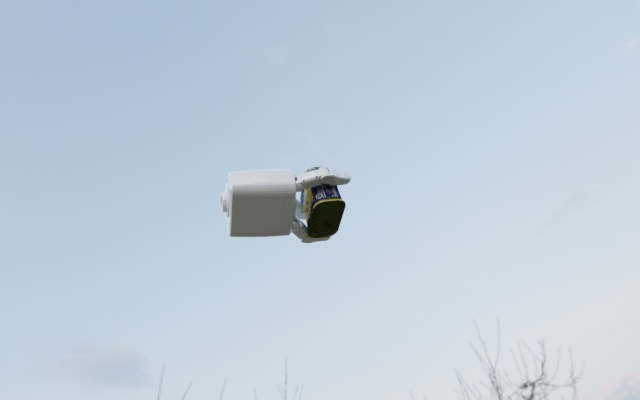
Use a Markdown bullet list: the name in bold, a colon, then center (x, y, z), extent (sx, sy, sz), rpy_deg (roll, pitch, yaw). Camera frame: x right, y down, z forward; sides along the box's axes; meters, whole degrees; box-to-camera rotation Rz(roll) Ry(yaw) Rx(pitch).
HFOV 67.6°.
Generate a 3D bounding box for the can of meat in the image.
- **can of meat**: center (0.000, 0.002, 0.842), extent (0.057, 0.084, 0.102), rpy_deg (-5, -40, -16)
